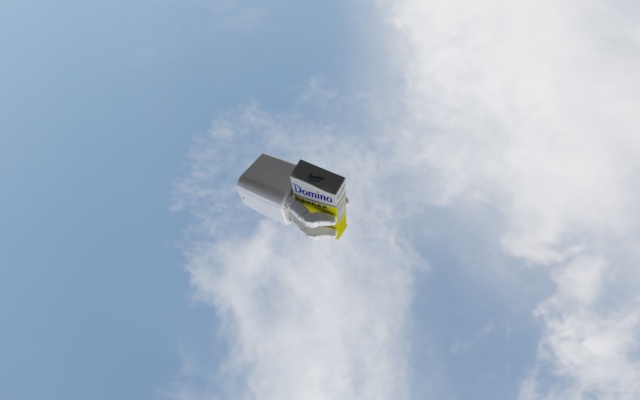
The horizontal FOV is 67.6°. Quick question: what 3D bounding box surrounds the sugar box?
[{"bbox_3d":[0.000,0.003,0.889,0.093,0.048,0.176,23,-23,17],"label":"sugar box"}]
